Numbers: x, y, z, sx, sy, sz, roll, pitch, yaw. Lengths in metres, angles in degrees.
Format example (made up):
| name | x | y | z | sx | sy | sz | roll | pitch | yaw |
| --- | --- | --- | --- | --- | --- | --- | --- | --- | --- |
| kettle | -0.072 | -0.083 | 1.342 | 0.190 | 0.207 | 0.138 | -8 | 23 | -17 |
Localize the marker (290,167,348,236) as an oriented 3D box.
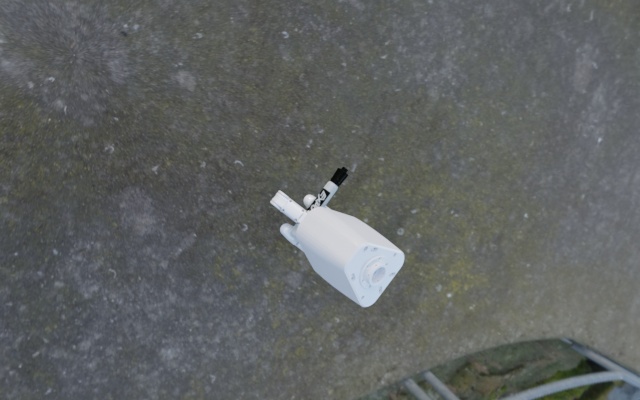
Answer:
| name | x | y | z | sx | sy | sz | roll | pitch | yaw |
| --- | --- | --- | --- | --- | --- | --- | --- | --- | --- |
| marker | 0.000 | 0.002 | 0.684 | 0.020 | 0.121 | 0.020 | 37 | -3 | 2 |
